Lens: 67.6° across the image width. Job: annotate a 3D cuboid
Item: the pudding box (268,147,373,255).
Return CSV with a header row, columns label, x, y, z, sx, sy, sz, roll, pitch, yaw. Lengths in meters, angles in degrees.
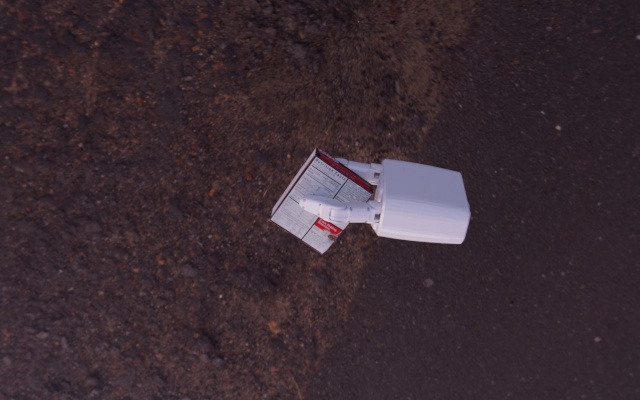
label,x,y,z,sx,sy,sz,roll,pitch,yaw
pudding box,0.000,0.002,0.614,0.090,0.113,0.039,34,19,-9
